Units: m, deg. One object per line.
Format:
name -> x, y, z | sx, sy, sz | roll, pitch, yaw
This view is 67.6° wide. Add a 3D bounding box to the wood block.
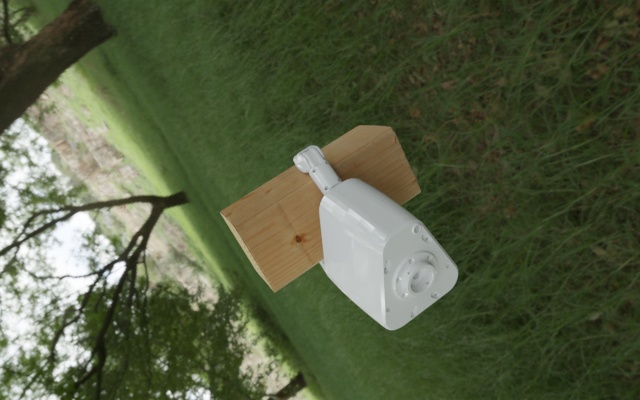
wood block -> 0.000, 0.002, 0.560 | 0.206, 0.091, 0.090 | -33, 20, -14
